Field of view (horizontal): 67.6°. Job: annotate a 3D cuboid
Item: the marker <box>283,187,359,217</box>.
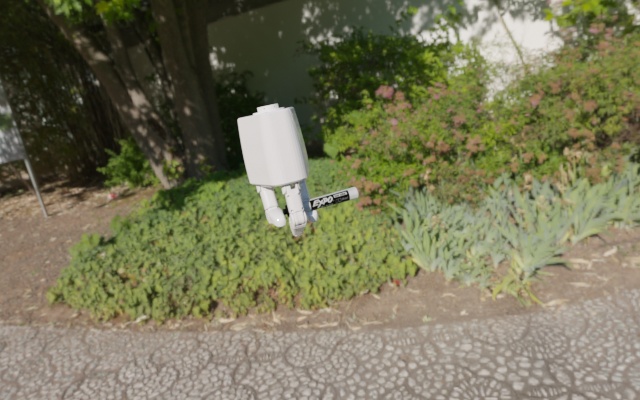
[{"bbox_3d":[0.000,0.002,0.737,0.121,0.020,0.020,-15,4,-14],"label":"marker"}]
